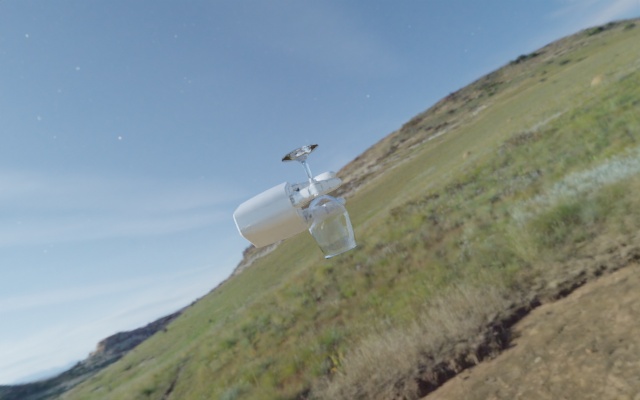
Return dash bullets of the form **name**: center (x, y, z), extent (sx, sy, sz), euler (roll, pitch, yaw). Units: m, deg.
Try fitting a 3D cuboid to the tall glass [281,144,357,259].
- **tall glass**: center (0.000, 0.002, 0.869), extent (0.079, 0.201, 0.079), euler (-23, -7, -3)
